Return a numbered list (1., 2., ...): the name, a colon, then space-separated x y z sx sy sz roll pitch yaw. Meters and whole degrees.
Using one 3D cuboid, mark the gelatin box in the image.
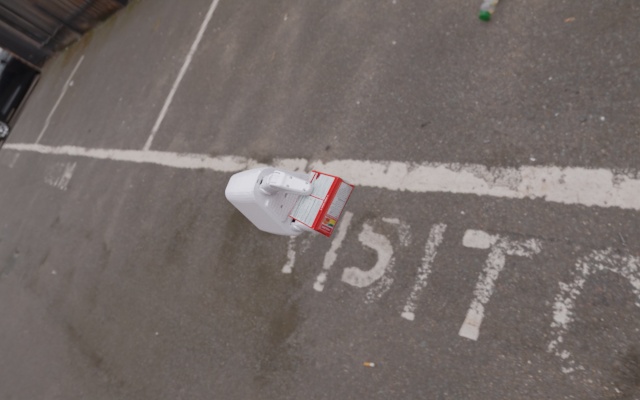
1. gelatin box: 0.000 0.002 0.628 0.030 0.073 0.089 28 -3 -25
